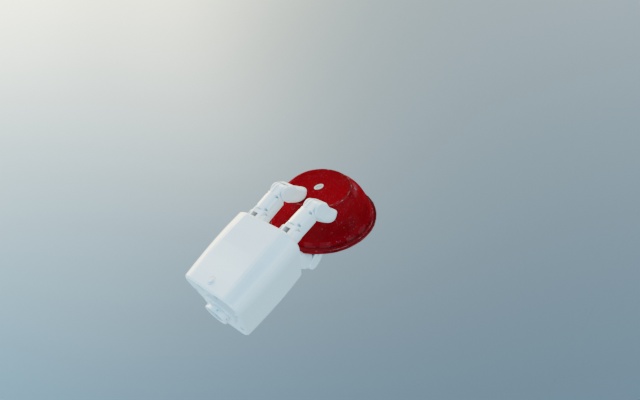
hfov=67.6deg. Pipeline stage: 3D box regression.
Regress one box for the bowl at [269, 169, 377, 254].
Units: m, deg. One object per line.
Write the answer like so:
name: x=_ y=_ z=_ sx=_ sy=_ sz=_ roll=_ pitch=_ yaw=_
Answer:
bowl: x=0.001 y=0.001 z=0.692 sx=0.162 sy=0.055 sz=0.162 roll=-3 pitch=39 yaw=3
